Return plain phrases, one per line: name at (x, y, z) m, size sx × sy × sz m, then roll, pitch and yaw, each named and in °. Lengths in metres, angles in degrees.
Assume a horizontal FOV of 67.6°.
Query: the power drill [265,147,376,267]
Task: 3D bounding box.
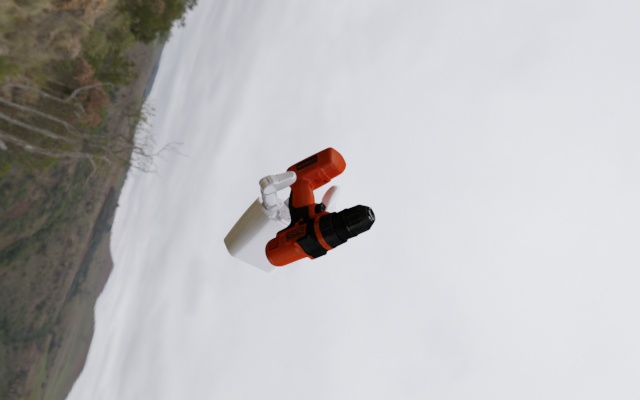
power drill at (0.000, 0.002, 0.745) m, size 0.184 × 0.187 × 0.057 m, roll -23°, pitch -51°, yaw 25°
